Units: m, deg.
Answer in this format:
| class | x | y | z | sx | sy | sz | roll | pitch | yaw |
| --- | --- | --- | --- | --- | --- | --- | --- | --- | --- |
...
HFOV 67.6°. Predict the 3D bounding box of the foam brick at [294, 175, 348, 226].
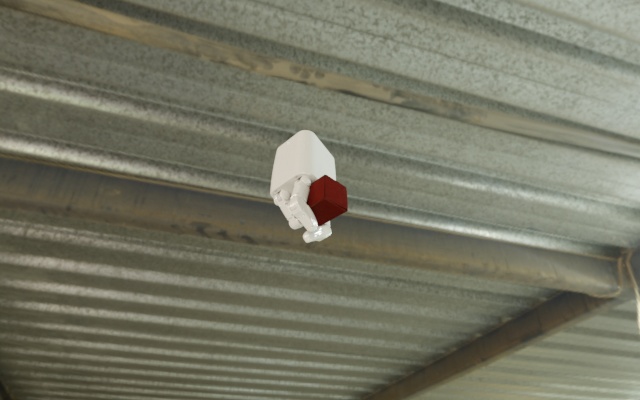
| class | x | y | z | sx | sy | sz | roll | pitch | yaw |
| --- | --- | --- | --- | --- | --- | --- | --- | --- | --- |
| foam brick | 0.000 | 0.003 | 0.797 | 0.053 | 0.051 | 0.078 | 31 | -45 | -33 |
